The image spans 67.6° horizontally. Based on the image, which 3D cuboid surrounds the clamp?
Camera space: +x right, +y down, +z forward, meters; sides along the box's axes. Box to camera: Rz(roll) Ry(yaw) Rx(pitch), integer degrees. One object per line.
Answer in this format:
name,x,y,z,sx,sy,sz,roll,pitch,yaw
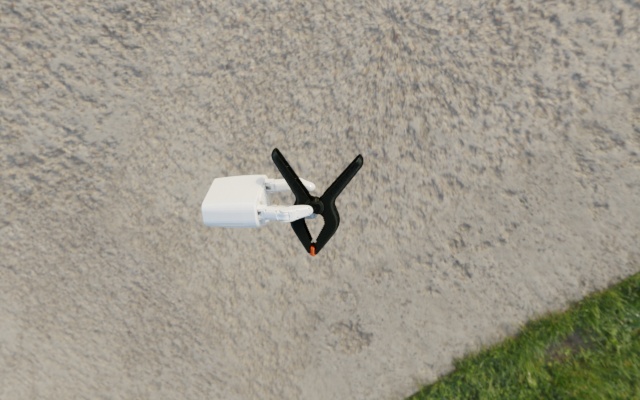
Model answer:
clamp,0.000,0.004,0.877,0.164,0.210,0.036,-1,20,9
